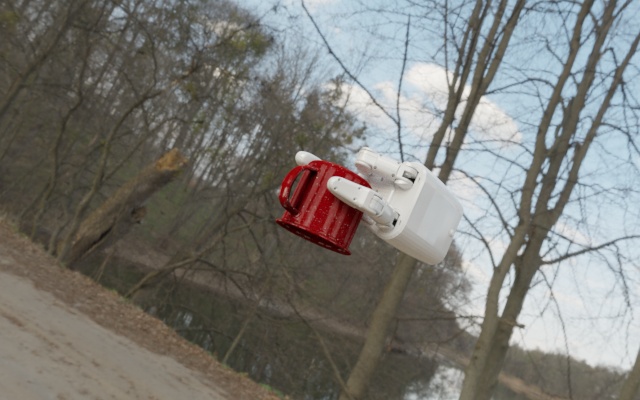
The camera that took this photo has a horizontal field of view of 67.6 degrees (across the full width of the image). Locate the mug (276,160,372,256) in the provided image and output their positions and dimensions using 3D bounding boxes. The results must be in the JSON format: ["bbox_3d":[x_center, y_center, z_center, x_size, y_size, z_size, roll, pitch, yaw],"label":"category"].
[{"bbox_3d":[-0.001,0.001,0.535,0.093,0.081,0.117,13,-15,48],"label":"mug"}]
